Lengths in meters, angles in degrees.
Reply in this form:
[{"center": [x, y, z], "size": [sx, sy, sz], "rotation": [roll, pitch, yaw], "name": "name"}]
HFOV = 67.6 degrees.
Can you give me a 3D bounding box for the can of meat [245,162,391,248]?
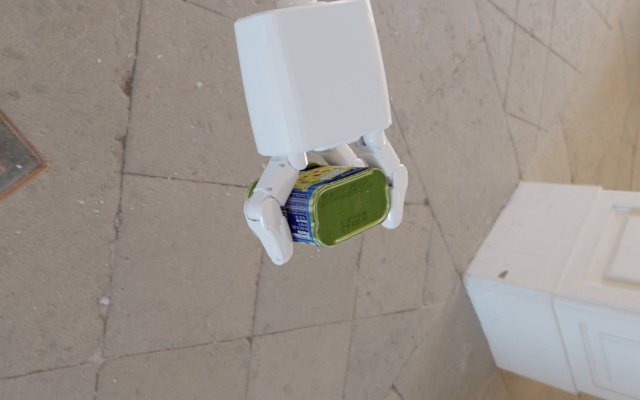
[{"center": [0.000, 0.002, 0.425], "size": [0.084, 0.057, 0.102], "rotation": [6, 20, 45], "name": "can of meat"}]
